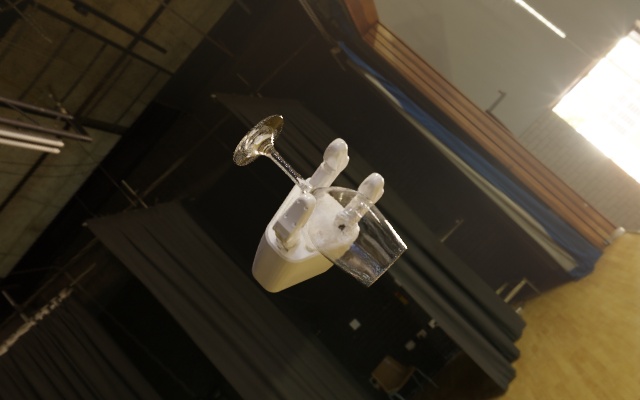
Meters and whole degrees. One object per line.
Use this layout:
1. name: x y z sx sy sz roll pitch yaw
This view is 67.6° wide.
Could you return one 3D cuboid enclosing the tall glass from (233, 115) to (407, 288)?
1. tall glass: 0.000 0.001 0.517 0.201 0.079 0.079 45 10 11
